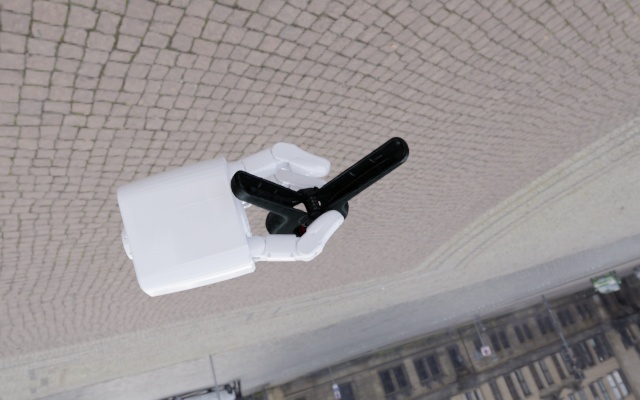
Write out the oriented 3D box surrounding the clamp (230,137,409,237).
[{"bbox_3d":[0.000,0.003,0.500,0.164,0.036,0.210,-15,-20,-8],"label":"clamp"}]
